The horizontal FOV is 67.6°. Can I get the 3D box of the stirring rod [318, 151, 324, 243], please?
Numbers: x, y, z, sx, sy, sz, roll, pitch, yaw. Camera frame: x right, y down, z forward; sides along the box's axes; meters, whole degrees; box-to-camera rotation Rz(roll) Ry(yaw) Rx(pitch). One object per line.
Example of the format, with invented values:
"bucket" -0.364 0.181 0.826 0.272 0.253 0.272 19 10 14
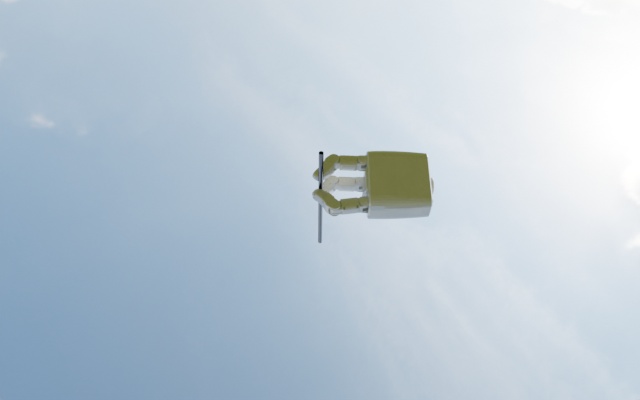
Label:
"stirring rod" 0.000 0.003 0.839 0.011 0.011 0.240 0 -40 -1
